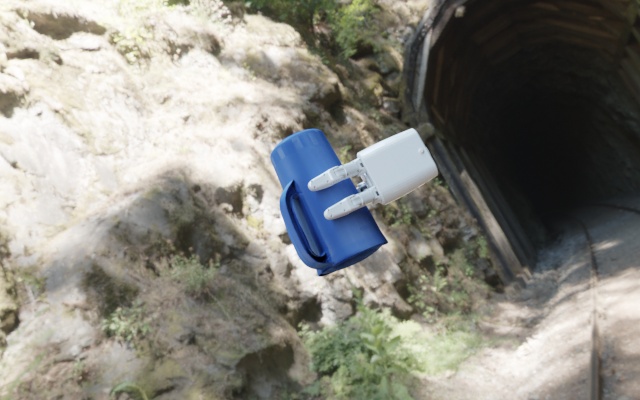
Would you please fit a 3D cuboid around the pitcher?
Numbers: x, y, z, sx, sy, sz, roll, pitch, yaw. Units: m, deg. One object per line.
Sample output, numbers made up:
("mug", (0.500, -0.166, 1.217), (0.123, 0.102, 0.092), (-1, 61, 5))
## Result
("pitcher", (0.000, 0.003, 0.829), (0.145, 0.242, 0.149), (-26, -12, -2))
